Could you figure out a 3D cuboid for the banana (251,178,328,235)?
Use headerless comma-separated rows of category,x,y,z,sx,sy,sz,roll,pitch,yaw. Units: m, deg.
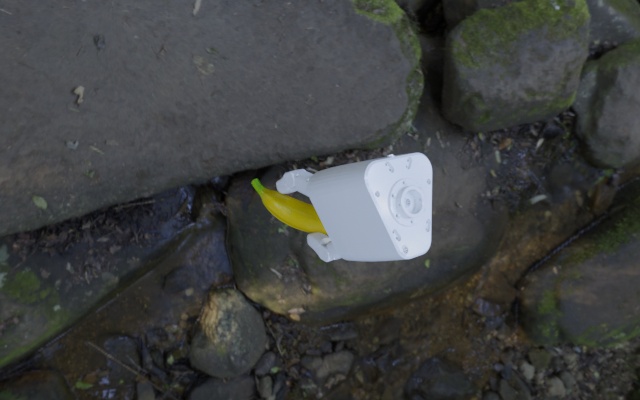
banana,-0.001,0.017,0.663,0.198,0.069,0.037,17,-40,-32
